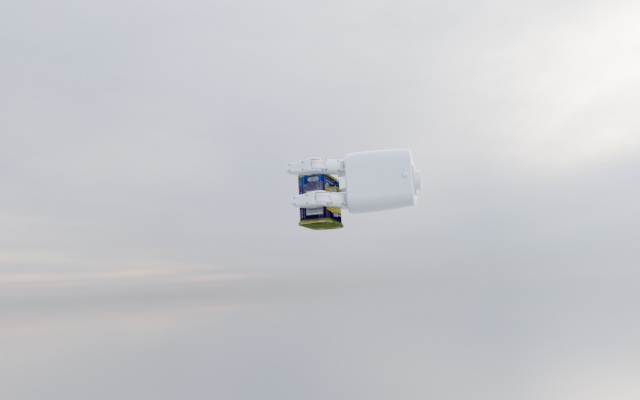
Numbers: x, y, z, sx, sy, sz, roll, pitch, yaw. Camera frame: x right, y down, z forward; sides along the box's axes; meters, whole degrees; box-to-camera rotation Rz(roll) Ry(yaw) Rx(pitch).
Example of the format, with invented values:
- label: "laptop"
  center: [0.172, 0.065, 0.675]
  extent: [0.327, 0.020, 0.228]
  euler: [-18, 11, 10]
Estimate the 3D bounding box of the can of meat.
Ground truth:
- label: "can of meat"
  center: [0.000, 0.002, 0.808]
  extent: [0.057, 0.084, 0.102]
  euler: [-6, -11, 18]
